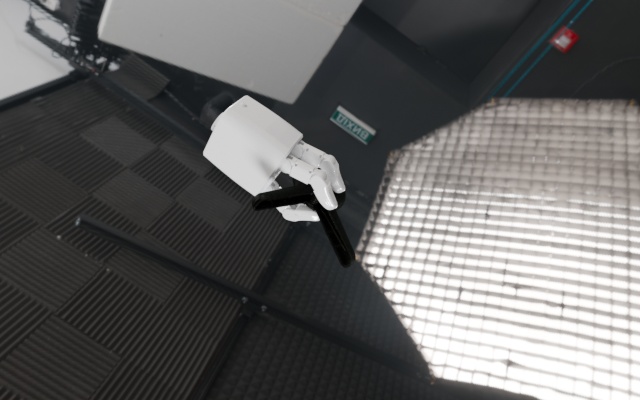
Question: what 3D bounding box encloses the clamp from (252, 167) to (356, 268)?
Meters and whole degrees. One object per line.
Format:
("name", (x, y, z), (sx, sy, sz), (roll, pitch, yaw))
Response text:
("clamp", (0.000, 0.002, 0.723), (0.164, 0.036, 0.210), (38, 32, -6))
